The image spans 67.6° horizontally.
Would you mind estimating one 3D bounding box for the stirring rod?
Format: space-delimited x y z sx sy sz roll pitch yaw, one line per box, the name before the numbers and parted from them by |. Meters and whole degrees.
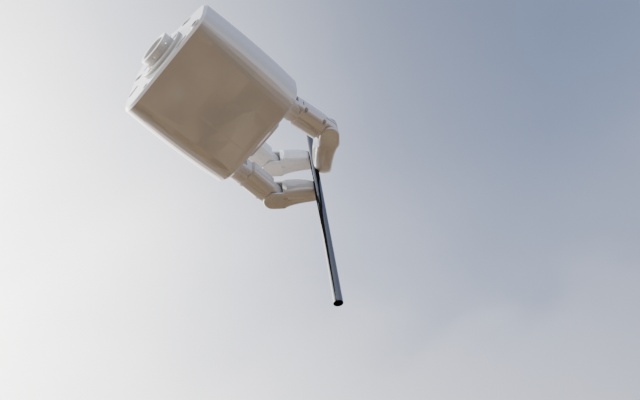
stirring rod | 0.000 0.002 0.457 0.011 0.011 0.239 0 40 -9
